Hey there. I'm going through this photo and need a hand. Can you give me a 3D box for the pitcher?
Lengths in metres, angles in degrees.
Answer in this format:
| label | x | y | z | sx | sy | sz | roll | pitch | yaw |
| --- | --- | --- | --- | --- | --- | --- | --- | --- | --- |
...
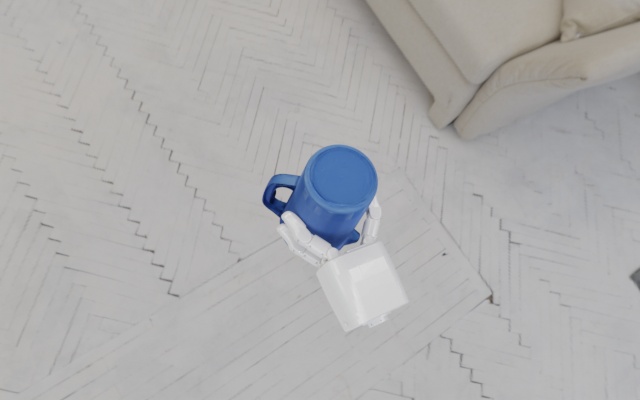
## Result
| label | x | y | z | sx | sy | sz | roll | pitch | yaw |
| --- | --- | --- | --- | --- | --- | --- | --- | --- | --- |
| pitcher | 0.000 | 0.003 | 0.778 | 0.149 | 0.145 | 0.243 | -20 | -15 | -16 |
